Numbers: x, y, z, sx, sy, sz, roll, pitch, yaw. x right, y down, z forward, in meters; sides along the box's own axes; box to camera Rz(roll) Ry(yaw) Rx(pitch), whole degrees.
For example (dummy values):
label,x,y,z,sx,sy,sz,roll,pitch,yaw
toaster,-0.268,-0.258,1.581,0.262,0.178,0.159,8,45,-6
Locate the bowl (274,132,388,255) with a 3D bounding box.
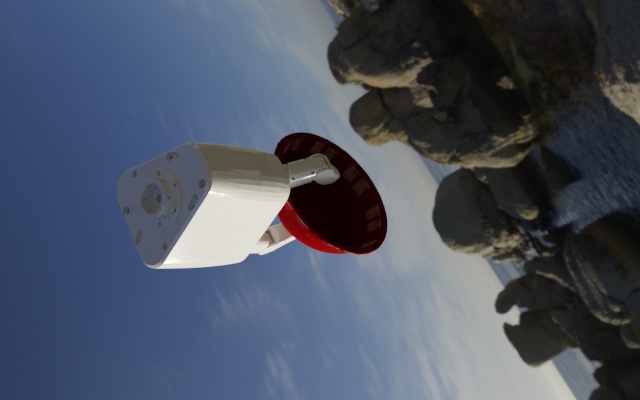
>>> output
label,x,y,z,sx,sy,sz,roll,pitch,yaw
bowl,0.001,0.002,0.547,0.162,0.162,0.055,0,-33,-46
